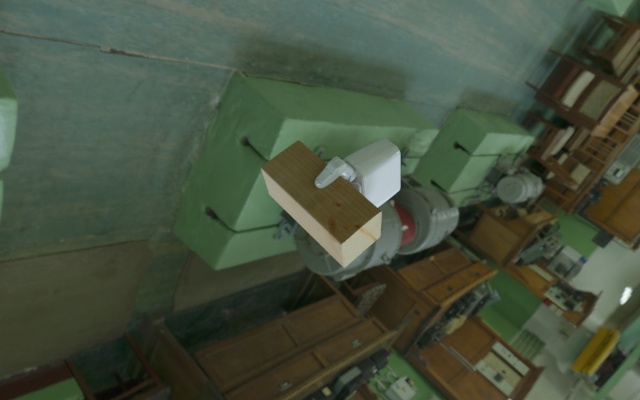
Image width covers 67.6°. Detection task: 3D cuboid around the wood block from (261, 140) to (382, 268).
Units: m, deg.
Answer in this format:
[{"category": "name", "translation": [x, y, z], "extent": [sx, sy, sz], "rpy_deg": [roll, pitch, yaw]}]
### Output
[{"category": "wood block", "translation": [0.000, 0.002, 0.824], "extent": [0.090, 0.206, 0.091], "rpy_deg": [-38, -28, -18]}]
